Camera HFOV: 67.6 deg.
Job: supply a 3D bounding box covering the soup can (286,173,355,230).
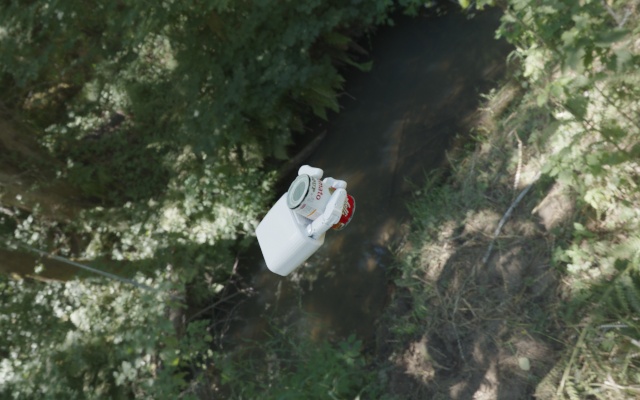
[{"bbox_3d":[0.000,0.002,0.831,0.102,0.068,0.068,26,-13,-29],"label":"soup can"}]
